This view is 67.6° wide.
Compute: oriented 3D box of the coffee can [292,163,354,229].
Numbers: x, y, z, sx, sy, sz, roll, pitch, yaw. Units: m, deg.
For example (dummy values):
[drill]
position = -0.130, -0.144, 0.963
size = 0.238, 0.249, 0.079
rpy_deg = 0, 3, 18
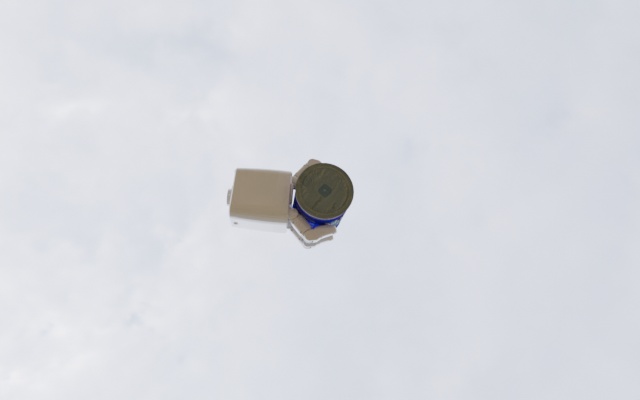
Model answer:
[coffee can]
position = 0.000, 0.003, 0.889
size = 0.103, 0.102, 0.140
rpy_deg = 0, -17, -6
